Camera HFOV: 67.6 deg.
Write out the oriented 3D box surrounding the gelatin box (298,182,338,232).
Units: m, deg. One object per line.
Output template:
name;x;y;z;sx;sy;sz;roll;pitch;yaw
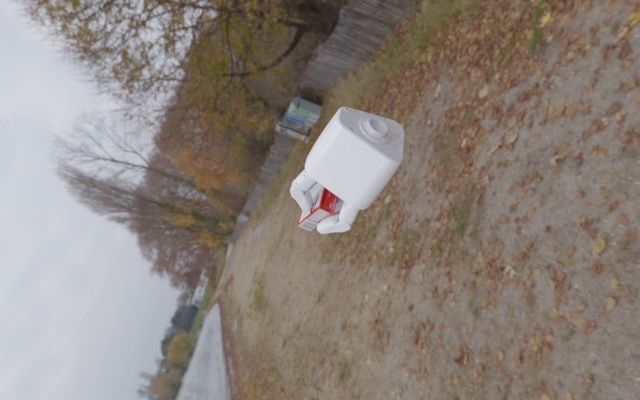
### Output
gelatin box;0.000;0.003;0.795;0.030;0.073;0.089;26;-33;-16
